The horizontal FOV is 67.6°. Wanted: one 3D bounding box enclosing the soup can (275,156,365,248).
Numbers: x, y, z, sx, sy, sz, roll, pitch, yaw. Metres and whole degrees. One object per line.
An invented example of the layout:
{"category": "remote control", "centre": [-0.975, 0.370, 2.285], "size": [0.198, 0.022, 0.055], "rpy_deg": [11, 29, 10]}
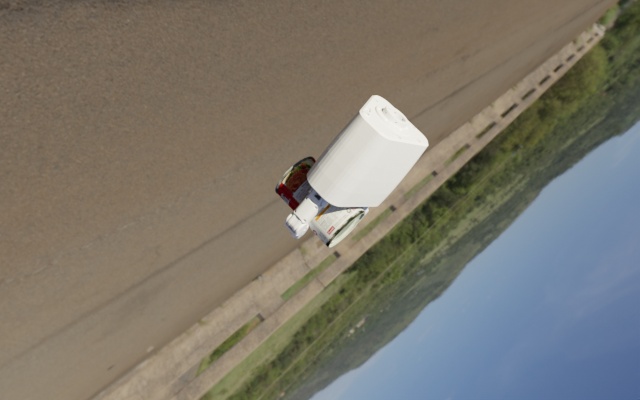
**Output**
{"category": "soup can", "centre": [0.000, 0.003, 0.617], "size": [0.068, 0.102, 0.068], "rpy_deg": [-41, -13, -12]}
